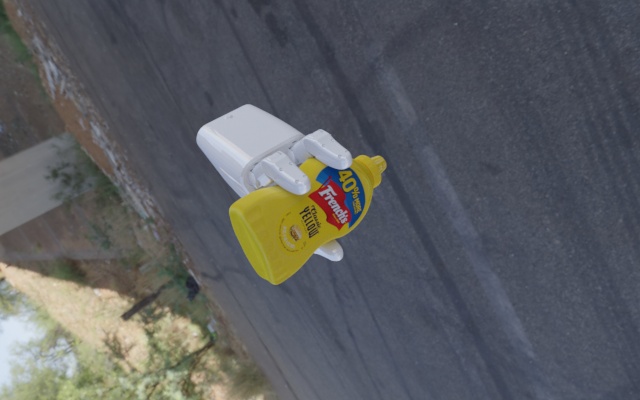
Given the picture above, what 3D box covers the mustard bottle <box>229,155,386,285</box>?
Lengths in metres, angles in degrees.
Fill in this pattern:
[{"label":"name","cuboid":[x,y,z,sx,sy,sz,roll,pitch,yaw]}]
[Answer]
[{"label":"mustard bottle","cuboid":[0.000,0.002,0.525,0.191,0.096,0.058,-34,26,-26]}]
